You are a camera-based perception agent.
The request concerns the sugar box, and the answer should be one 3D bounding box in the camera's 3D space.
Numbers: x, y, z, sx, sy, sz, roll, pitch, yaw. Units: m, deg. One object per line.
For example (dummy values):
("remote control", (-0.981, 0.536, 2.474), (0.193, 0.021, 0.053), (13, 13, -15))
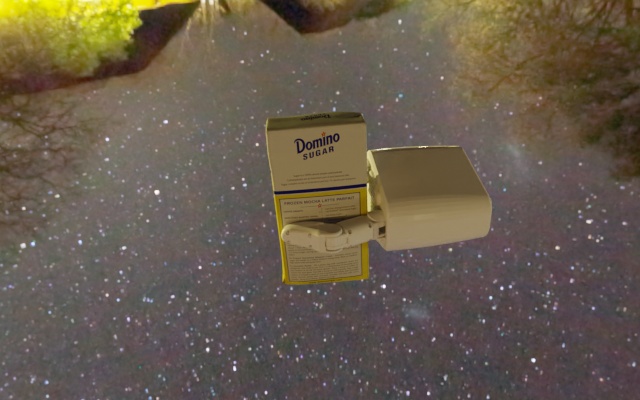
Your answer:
("sugar box", (0.000, 0.001, 0.483), (0.093, 0.176, 0.048), (-4, 26, -2))
